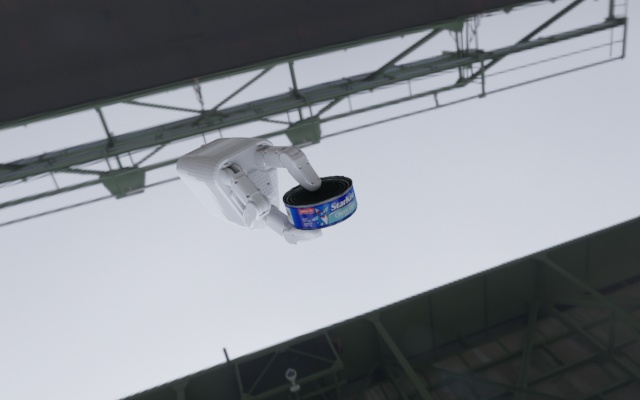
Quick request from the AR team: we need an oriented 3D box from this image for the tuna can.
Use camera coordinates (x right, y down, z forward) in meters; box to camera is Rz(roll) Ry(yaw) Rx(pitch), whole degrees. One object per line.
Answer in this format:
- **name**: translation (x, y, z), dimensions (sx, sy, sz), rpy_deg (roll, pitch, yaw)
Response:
- **tuna can**: translation (0.000, 0.002, 0.568), dimensions (0.086, 0.034, 0.086), rpy_deg (-13, 21, 5)
